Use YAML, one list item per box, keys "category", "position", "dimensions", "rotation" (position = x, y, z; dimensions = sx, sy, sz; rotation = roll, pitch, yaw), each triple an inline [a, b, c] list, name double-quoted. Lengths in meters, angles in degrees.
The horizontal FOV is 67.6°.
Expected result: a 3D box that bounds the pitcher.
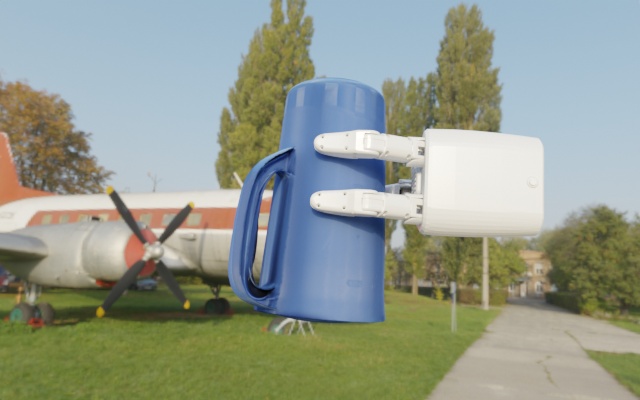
- category: "pitcher"
  position: [0.000, 0.002, 0.494]
  dimensions: [0.145, 0.242, 0.149]
  rotation: [3, -9, 7]
